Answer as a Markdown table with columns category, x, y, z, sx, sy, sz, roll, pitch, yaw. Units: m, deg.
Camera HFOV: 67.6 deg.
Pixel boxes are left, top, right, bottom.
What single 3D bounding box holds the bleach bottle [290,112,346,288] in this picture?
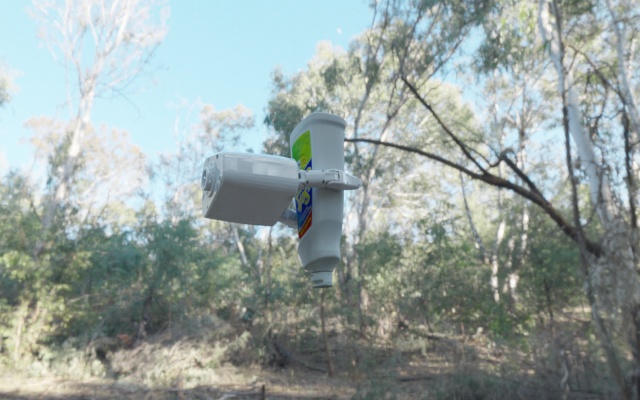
| category | x | y | z | sx | sy | sz | roll | pitch | yaw |
| --- | --- | --- | --- | --- | --- | --- | --- | --- | --- |
| bleach bottle | 0.000 | 0.002 | 0.714 | 0.068 | 0.250 | 0.102 | 7 | -22 | -28 |
